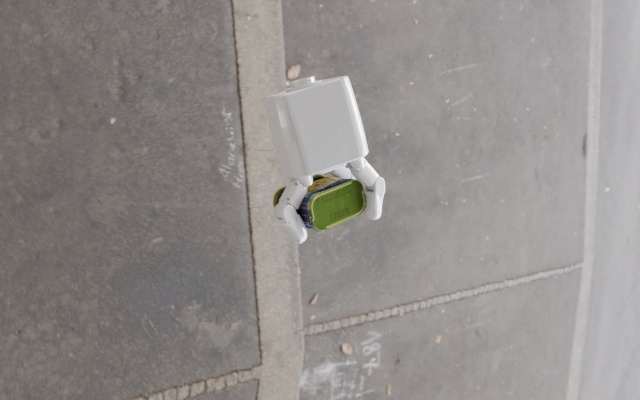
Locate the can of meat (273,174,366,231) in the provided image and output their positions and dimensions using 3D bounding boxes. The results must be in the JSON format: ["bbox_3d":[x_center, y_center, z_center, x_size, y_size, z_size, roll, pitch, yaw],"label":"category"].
[{"bbox_3d":[0.000,0.002,0.661,0.102,0.057,0.084,-23,18,-34],"label":"can of meat"}]
